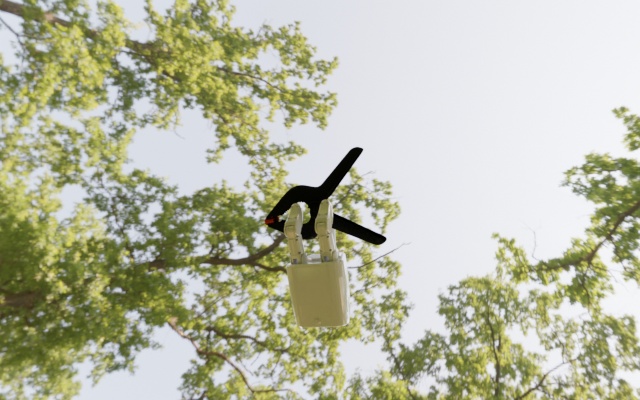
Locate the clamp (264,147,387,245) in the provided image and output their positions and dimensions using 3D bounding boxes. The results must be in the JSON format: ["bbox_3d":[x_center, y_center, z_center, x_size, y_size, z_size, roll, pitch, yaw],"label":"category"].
[{"bbox_3d":[0.000,0.003,0.813,0.210,0.164,0.036,-7,2,21],"label":"clamp"}]
